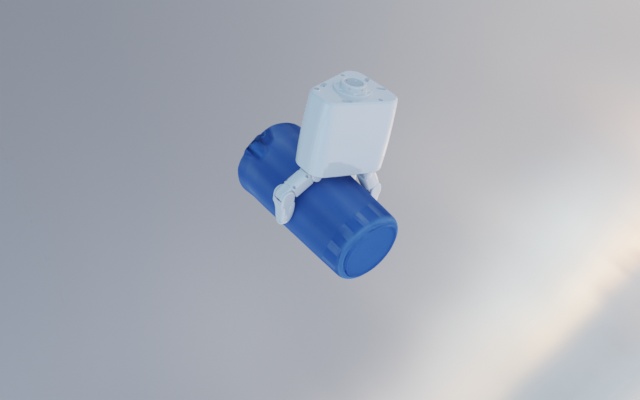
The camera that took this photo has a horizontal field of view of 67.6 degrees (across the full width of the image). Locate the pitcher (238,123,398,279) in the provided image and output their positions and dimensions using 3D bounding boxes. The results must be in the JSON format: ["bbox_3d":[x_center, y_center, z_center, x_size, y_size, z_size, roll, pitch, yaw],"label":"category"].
[{"bbox_3d":[0.000,0.002,0.707,0.149,0.145,0.242,-20,48,-34],"label":"pitcher"}]
